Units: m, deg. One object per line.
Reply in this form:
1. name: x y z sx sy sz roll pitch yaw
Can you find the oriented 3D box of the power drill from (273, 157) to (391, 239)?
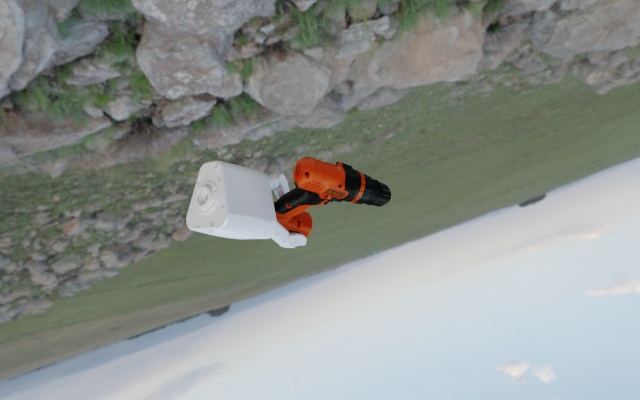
1. power drill: 0.000 0.003 0.800 0.184 0.057 0.188 17 -38 -33
